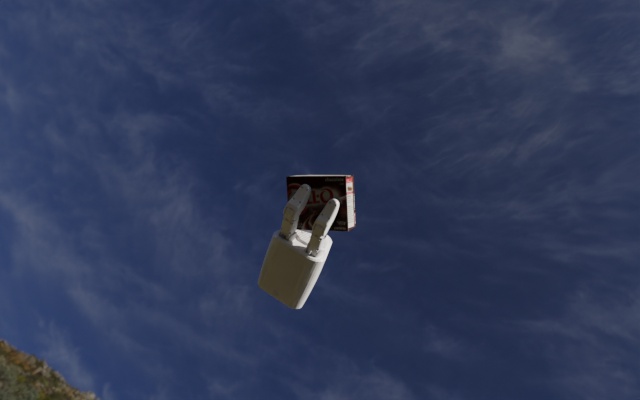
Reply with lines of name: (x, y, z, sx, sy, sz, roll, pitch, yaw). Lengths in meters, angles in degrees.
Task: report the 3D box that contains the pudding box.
pudding box: (0.000, 0.003, 0.787, 0.113, 0.090, 0.039, 0, 8, 25)
